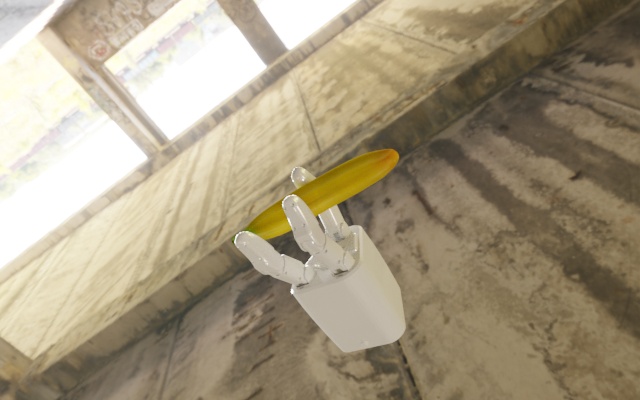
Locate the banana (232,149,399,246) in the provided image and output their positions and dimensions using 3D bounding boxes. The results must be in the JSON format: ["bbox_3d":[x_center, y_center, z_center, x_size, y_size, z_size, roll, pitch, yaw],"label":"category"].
[{"bbox_3d":[-0.002,-0.002,0.525,0.198,0.037,0.069,-30,13,10],"label":"banana"}]
